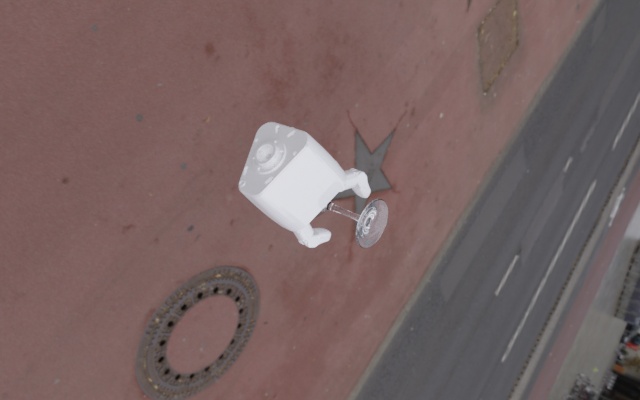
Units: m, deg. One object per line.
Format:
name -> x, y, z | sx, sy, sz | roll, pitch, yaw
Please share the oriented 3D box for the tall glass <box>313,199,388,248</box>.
tall glass -> 0.001, 0.003, 0.735 | 0.201, 0.079, 0.079 | 22, 14, 37
